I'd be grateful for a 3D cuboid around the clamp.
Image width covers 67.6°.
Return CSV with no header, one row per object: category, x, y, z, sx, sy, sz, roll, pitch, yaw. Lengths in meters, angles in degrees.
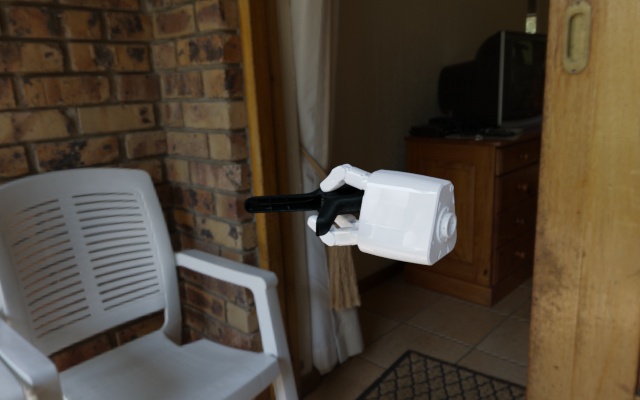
clamp,0.001,0.002,0.731,0.164,0.036,0.210,13,20,36
